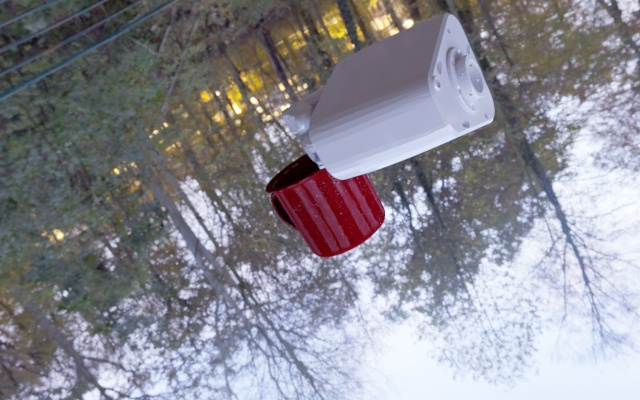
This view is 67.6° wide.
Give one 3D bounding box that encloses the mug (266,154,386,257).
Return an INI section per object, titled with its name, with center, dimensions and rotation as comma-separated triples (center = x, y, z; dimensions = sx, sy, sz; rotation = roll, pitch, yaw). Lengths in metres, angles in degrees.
[mug]
center = -0.001, 0.002, 0.457
dimensions = 0.117, 0.081, 0.093
rotation = -17, 22, 39
